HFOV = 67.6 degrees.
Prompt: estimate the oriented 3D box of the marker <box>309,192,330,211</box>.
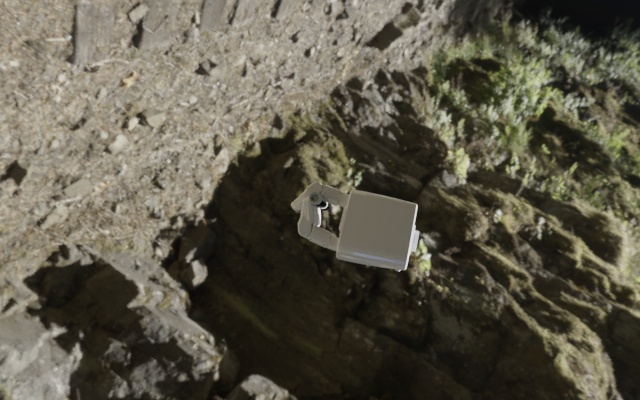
[{"bbox_3d":[0.000,0.003,0.764,0.020,0.020,0.121,0,-6,8],"label":"marker"}]
